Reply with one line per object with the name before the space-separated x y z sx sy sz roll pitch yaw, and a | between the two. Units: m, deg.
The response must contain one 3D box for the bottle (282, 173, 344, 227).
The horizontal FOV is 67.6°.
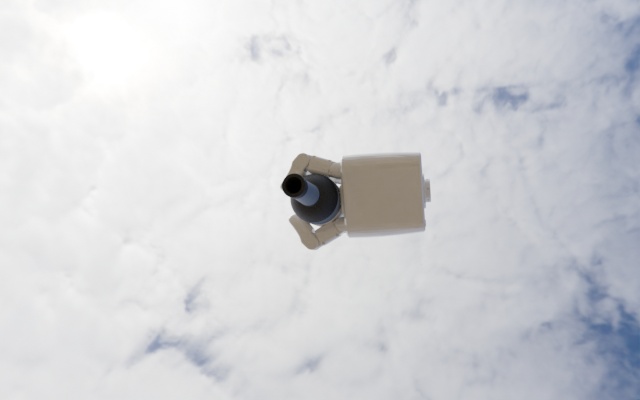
bottle | 0.000 0.002 0.670 0.069 0.069 0.296 0 -7 12
